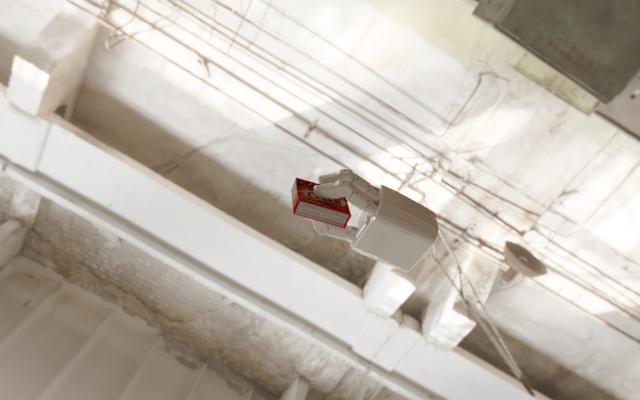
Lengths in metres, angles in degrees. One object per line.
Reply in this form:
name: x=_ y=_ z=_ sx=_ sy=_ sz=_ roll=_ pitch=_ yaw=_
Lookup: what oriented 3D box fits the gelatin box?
gelatin box: x=0.000 y=0.003 z=0.753 sx=0.089 sy=0.030 sz=0.073 roll=16 pitch=28 yaw=-15
